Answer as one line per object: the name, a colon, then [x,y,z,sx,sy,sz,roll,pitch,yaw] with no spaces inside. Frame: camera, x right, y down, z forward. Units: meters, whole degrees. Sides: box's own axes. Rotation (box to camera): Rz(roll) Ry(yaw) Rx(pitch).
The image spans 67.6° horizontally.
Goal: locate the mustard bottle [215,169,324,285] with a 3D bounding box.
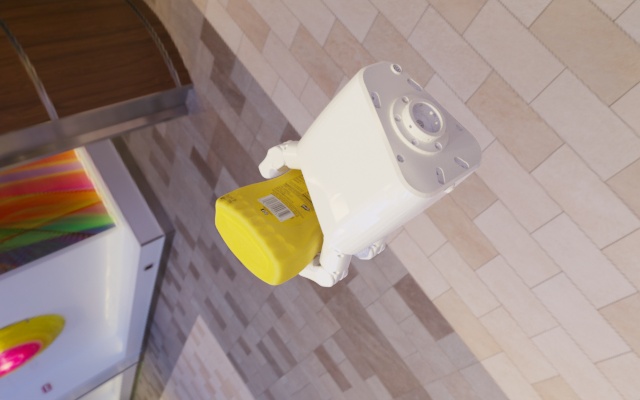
mustard bottle: [0.000,0.002,0.472,0.191,0.058,0.096,-28,55,-36]
